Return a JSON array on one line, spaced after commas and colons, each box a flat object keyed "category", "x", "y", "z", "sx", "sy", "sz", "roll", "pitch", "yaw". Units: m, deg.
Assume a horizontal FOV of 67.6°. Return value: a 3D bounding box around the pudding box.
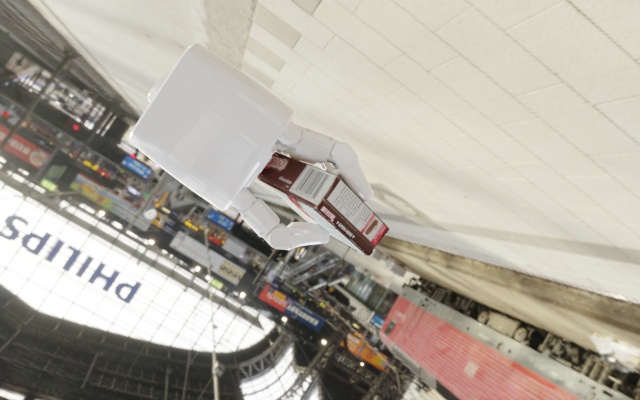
[{"category": "pudding box", "x": 0.000, "y": 0.002, "z": 0.467, "sx": 0.090, "sy": 0.039, "sz": 0.113, "roll": 42, "pitch": -8, "yaw": -37}]
